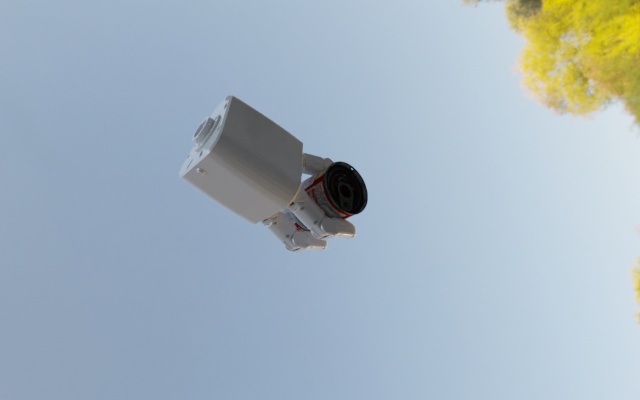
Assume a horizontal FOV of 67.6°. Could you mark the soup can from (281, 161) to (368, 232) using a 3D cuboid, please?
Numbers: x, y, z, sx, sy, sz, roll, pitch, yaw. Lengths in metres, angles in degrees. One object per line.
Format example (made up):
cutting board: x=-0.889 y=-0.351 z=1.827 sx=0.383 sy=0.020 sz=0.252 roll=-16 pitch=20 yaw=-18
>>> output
soup can: x=0.000 y=0.002 z=0.601 sx=0.068 sy=0.068 sz=0.102 roll=0 pitch=-20 yaw=-42
